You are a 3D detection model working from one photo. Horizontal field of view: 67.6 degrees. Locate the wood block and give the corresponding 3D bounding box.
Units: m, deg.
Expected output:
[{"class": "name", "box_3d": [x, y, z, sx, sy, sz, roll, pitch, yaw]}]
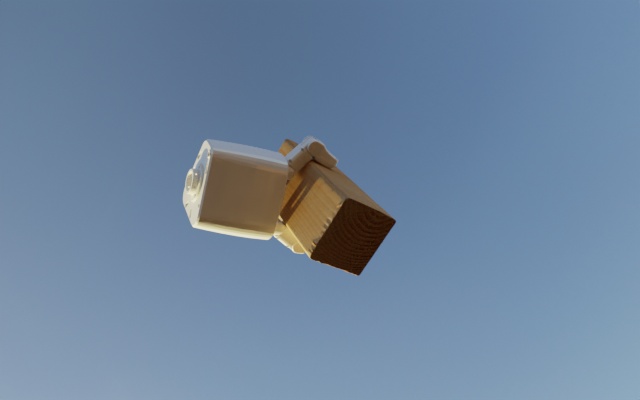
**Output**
[{"class": "wood block", "box_3d": [0.000, 0.002, 0.667, 0.090, 0.091, 0.206, 24, 14, -35]}]
